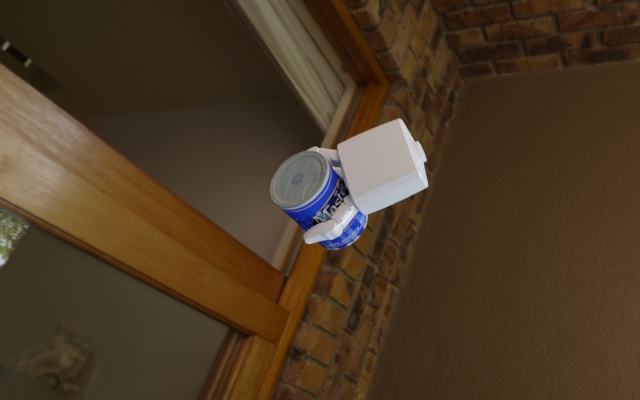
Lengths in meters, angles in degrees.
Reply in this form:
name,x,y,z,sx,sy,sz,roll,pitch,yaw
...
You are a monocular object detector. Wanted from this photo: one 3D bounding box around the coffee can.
name,x,y,z,sx,sy,sz,roll,pitch,yaw
coffee can,0.000,0.003,0.763,0.103,0.102,0.140,0,-31,35
